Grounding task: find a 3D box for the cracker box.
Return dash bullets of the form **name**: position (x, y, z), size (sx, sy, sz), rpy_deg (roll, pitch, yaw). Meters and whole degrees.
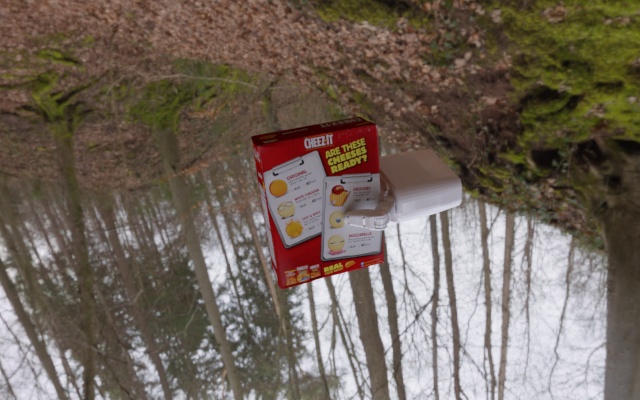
- **cracker box**: position (0.000, 0.002, 0.678), size (0.164, 0.214, 0.072), rpy_deg (-13, 23, -15)
